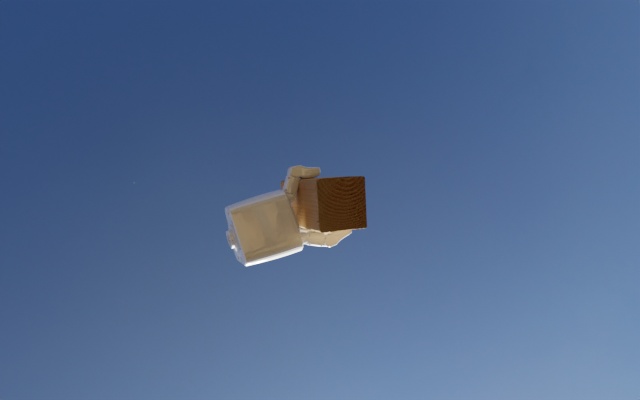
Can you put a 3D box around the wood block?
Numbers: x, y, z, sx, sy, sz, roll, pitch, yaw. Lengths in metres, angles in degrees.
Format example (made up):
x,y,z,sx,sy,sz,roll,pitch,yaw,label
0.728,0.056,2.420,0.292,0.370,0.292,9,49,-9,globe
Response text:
x,y,z,sx,sy,sz,roll,pitch,yaw,label
0.000,0.003,0.885,0.090,0.091,0.206,-5,4,-21,wood block
